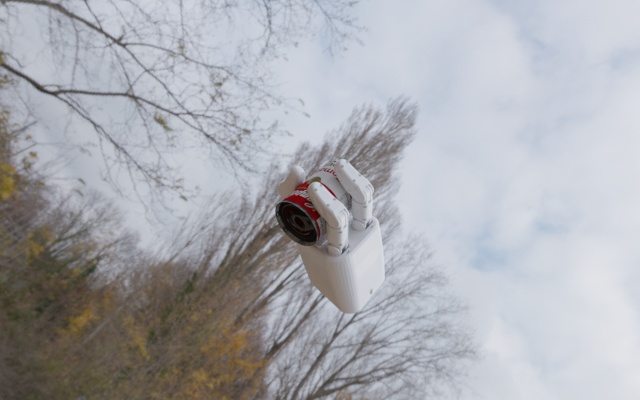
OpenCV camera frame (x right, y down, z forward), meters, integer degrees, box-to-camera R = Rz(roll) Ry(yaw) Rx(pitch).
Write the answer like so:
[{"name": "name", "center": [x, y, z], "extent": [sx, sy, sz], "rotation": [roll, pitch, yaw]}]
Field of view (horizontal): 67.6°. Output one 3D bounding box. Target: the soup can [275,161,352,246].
[{"name": "soup can", "center": [0.000, 0.001, 0.618], "extent": [0.068, 0.068, 0.102], "rotation": [0, 33, 47]}]
